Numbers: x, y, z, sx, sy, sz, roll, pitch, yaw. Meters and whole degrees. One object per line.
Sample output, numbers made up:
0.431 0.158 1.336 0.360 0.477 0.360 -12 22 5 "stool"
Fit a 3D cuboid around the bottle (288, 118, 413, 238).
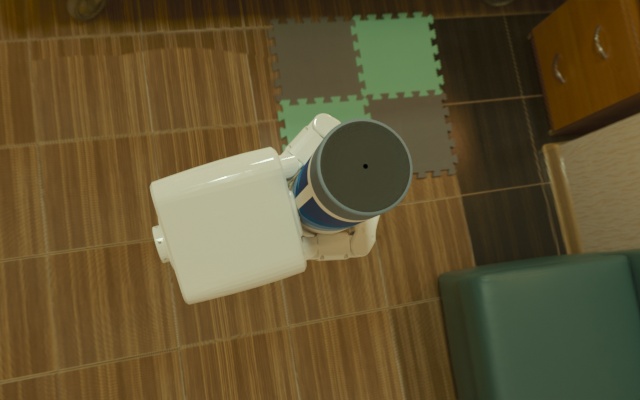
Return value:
0.000 0.001 0.456 0.069 0.069 0.296 0 -9 -12 "bottle"
